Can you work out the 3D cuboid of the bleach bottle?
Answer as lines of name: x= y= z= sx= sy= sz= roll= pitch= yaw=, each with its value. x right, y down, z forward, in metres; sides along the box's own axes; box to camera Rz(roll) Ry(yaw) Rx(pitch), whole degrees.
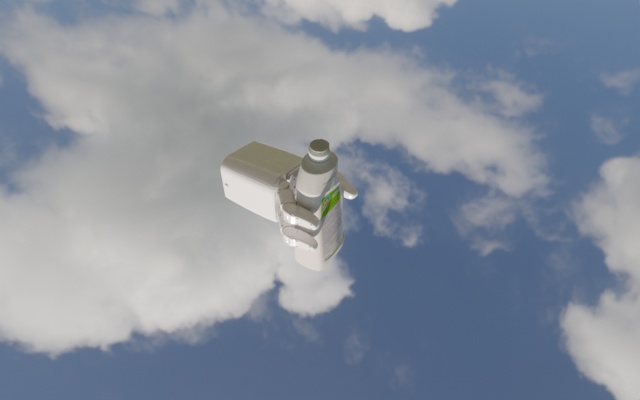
bleach bottle: x=0.000 y=0.003 z=0.765 sx=0.068 sy=0.251 sz=0.102 roll=23 pitch=51 yaw=19
